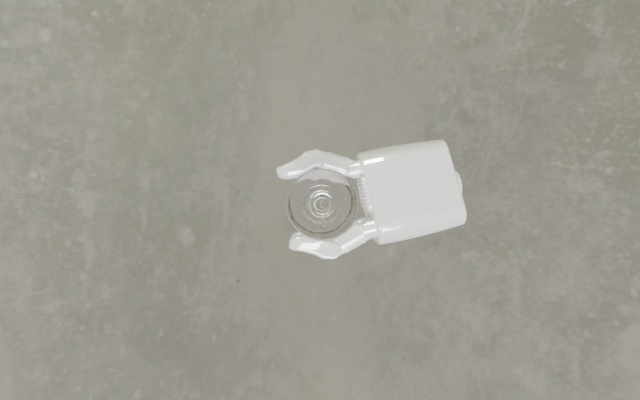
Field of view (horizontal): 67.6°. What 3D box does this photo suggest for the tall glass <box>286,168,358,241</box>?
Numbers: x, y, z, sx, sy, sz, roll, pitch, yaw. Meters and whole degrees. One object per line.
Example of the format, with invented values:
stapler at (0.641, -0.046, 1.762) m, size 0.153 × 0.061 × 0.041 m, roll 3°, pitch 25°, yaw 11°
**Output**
tall glass at (0.000, 0.002, 0.586) m, size 0.079 × 0.079 × 0.201 m, roll 0°, pitch 1°, yaw -2°
